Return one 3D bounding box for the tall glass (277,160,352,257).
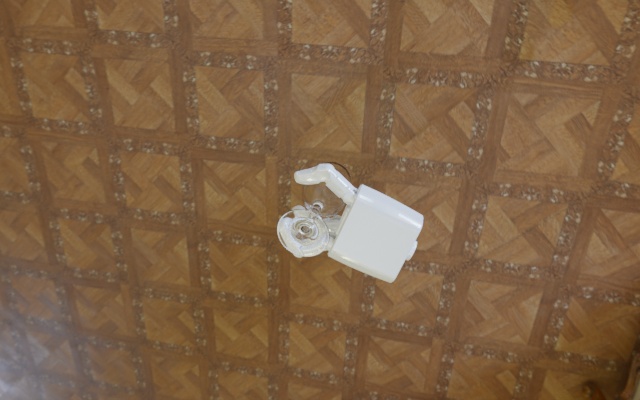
[{"bbox_3d":[0.000,0.003,0.733,0.079,0.079,0.201,0,26,15],"label":"tall glass"}]
